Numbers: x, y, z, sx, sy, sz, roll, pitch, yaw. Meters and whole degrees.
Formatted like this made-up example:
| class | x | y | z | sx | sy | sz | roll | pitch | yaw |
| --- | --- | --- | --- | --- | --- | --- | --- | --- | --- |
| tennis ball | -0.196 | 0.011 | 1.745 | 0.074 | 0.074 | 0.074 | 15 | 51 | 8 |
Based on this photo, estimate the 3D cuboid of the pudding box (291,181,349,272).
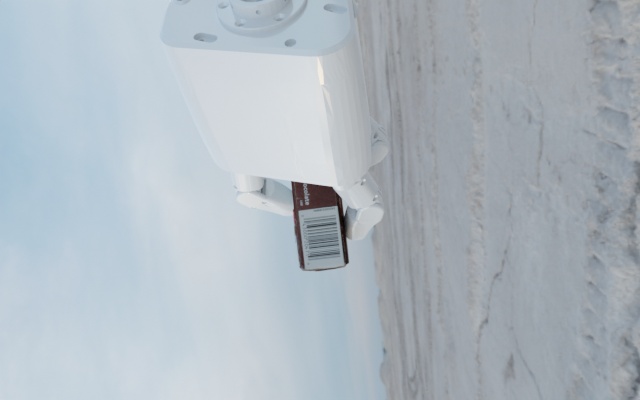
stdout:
| class | x | y | z | sx | sy | sz | roll | pitch | yaw |
| --- | --- | --- | --- | --- | --- | --- | --- | --- | --- |
| pudding box | 0.000 | 0.001 | 0.404 | 0.039 | 0.113 | 0.090 | -5 | -6 | 5 |
